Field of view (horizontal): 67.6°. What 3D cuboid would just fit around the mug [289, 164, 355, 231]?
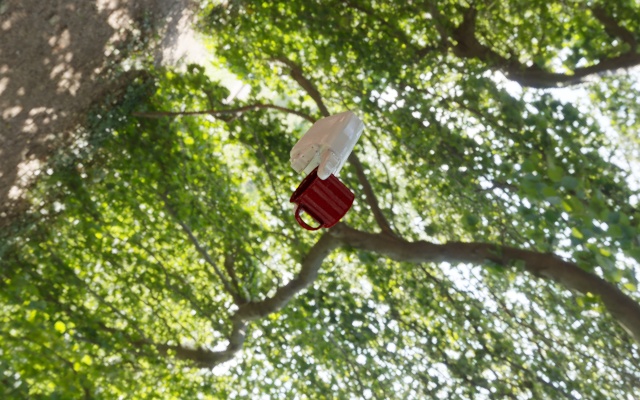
[{"bbox_3d":[0.000,0.004,0.829,0.081,0.117,0.093,41,-34,-12],"label":"mug"}]
